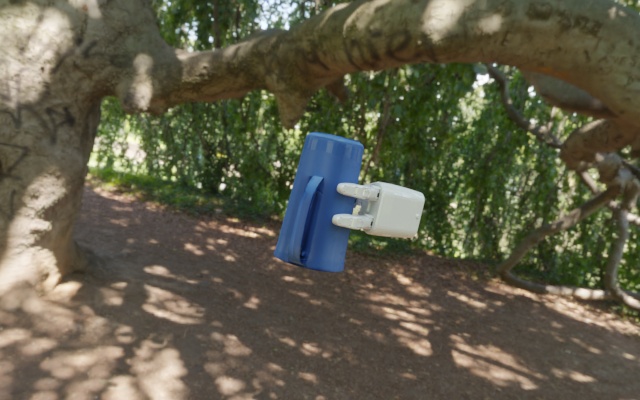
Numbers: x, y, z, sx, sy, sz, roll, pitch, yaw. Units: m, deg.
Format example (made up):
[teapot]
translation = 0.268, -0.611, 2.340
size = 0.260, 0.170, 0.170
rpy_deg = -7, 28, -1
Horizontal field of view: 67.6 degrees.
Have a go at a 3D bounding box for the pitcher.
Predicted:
[pitcher]
translation = 0.000, 0.003, 0.871
size = 0.145, 0.243, 0.149
rpy_deg = 10, 5, -28
